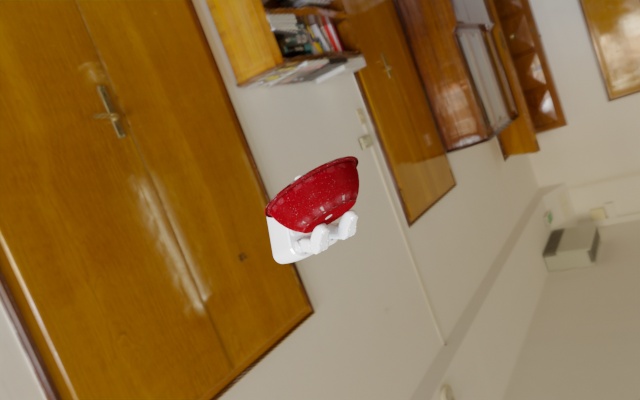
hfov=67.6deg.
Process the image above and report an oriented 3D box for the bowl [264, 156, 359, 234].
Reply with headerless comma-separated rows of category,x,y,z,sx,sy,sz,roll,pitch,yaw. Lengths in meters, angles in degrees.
bowl,0.000,0.002,0.708,0.162,0.055,0.162,-29,-13,-8
